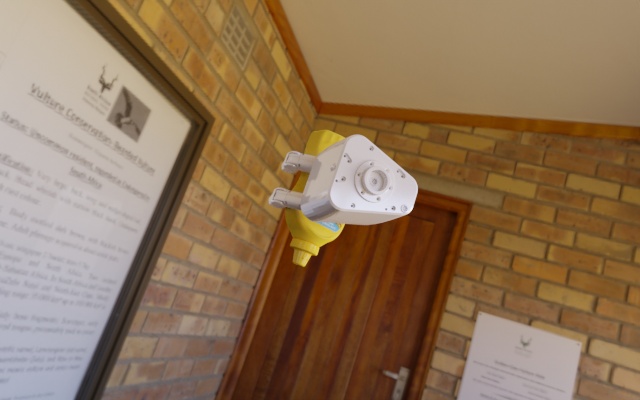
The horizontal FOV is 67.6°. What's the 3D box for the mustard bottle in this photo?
[{"bbox_3d":[0.000,0.002,0.692,0.096,0.191,0.058,28,-15,-37],"label":"mustard bottle"}]
